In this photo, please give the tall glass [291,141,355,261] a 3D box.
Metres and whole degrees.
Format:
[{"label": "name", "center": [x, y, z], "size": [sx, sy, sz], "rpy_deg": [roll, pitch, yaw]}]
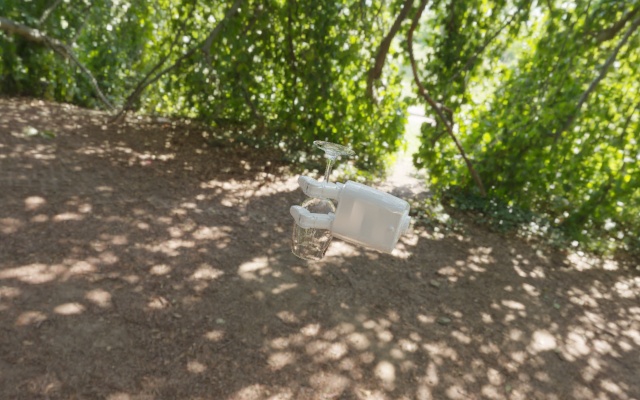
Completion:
[{"label": "tall glass", "center": [0.000, 0.002, 0.837], "size": [0.079, 0.201, 0.079], "rpy_deg": [13, 17, -4]}]
